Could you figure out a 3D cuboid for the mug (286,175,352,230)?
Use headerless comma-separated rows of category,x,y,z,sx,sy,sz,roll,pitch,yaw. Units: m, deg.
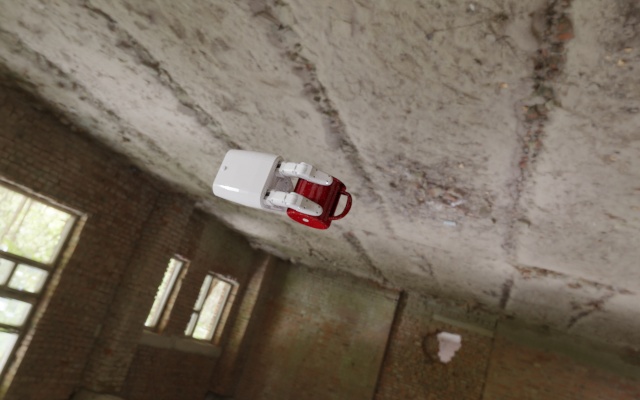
mug,0.001,0.003,0.838,0.117,0.081,0.093,12,-17,26
